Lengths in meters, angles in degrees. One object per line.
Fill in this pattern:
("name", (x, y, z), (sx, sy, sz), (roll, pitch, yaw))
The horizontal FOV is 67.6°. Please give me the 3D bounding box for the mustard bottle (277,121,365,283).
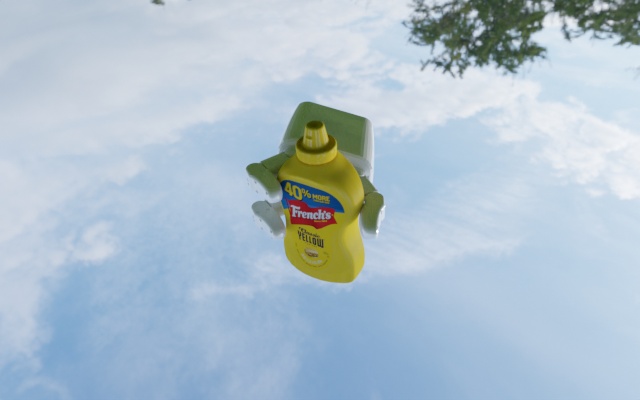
("mustard bottle", (0.000, 0.002, 0.516), (0.096, 0.192, 0.058), (19, 44, 26))
